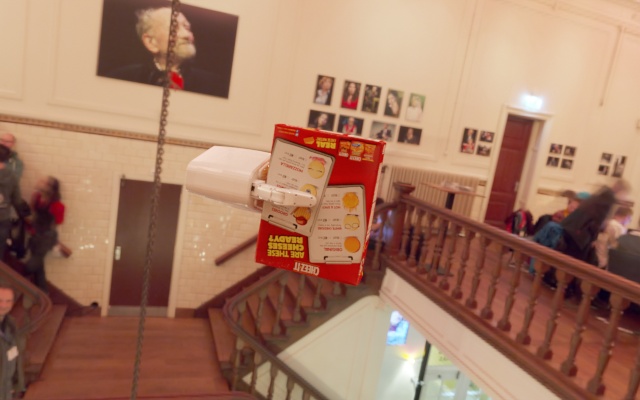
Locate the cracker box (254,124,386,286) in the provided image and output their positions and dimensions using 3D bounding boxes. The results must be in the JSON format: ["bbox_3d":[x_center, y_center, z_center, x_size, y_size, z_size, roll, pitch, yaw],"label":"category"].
[{"bbox_3d":[0.000,0.002,0.724,0.164,0.214,0.072,11,10,12],"label":"cracker box"}]
